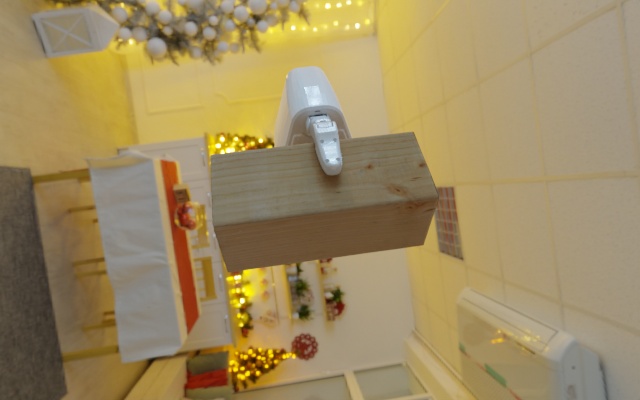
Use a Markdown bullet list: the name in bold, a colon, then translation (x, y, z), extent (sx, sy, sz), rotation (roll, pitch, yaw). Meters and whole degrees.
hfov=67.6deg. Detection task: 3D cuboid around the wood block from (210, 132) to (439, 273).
- **wood block**: translation (0.000, 0.001, 0.485), extent (0.206, 0.090, 0.091), rotation (-8, -36, -5)
